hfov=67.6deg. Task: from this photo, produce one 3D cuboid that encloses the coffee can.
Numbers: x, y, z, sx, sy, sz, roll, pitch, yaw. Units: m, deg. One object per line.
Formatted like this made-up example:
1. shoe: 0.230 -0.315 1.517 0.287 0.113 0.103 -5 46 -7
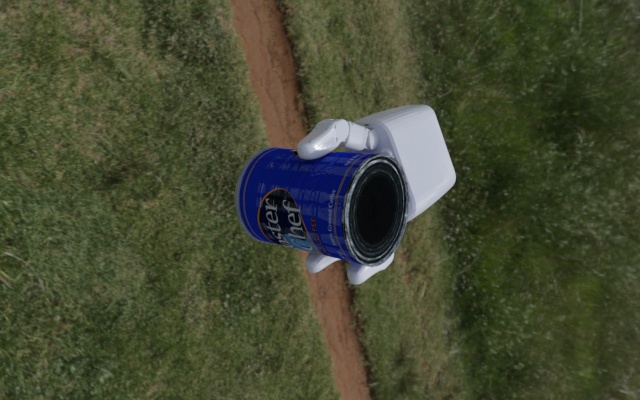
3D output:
1. coffee can: 0.000 0.002 0.468 0.140 0.103 0.103 8 5 40
